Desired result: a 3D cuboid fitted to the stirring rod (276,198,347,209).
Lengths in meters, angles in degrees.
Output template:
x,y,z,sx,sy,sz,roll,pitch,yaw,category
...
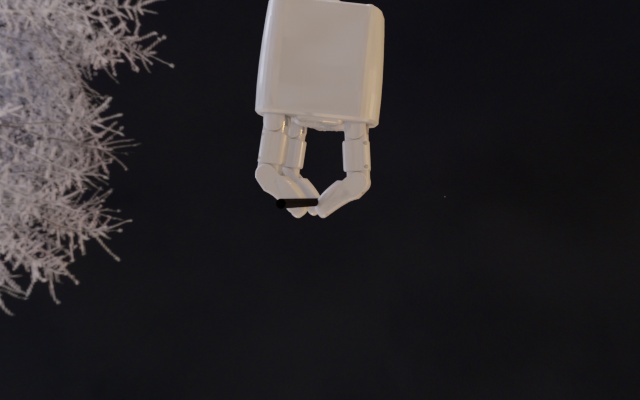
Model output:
x,y,z,sx,sy,sz,roll,pitch,yaw,category
0.000,0.001,0.479,0.011,0.011,0.239,0,0,15,stirring rod
